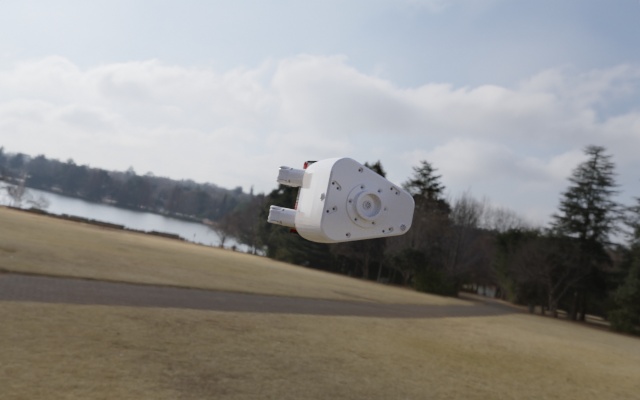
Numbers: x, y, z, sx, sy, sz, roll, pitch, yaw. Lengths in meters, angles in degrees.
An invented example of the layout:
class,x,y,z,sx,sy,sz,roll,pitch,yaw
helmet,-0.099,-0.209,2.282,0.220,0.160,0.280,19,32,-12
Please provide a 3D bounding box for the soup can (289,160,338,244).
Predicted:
class,x,y,z,sx,sy,sz,roll,pitch,yaw
soup can,0.000,0.002,0.652,0.068,0.102,0.068,11,-4,1
